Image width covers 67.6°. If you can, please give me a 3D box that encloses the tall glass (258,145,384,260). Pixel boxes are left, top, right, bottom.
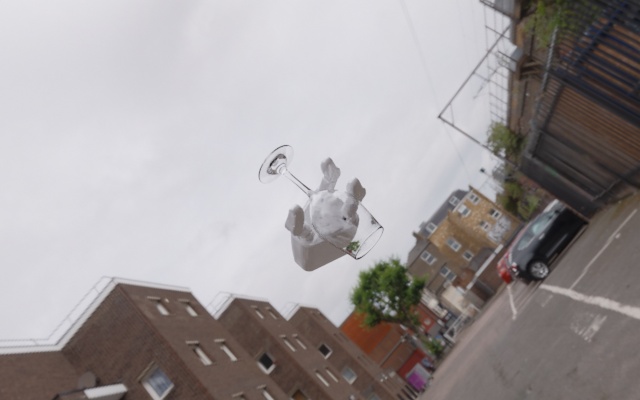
[{"bbox_3d":[0.000,0.002,0.721,0.201,0.079,0.079,40,17,21],"label":"tall glass"}]
